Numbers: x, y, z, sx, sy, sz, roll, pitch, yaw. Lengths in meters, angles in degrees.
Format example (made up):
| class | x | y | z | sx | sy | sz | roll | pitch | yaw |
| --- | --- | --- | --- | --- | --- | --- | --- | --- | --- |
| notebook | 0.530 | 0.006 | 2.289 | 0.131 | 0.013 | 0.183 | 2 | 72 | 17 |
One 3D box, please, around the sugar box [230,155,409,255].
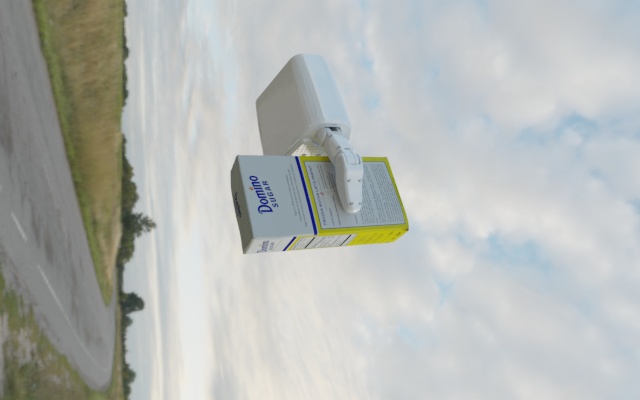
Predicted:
| class | x | y | z | sx | sy | sz | roll | pitch | yaw |
| --- | --- | --- | --- | --- | --- | --- | --- | --- | --- |
| sugar box | 0.000 | 0.002 | 0.497 | 0.176 | 0.093 | 0.048 | -2 | -28 | -24 |
